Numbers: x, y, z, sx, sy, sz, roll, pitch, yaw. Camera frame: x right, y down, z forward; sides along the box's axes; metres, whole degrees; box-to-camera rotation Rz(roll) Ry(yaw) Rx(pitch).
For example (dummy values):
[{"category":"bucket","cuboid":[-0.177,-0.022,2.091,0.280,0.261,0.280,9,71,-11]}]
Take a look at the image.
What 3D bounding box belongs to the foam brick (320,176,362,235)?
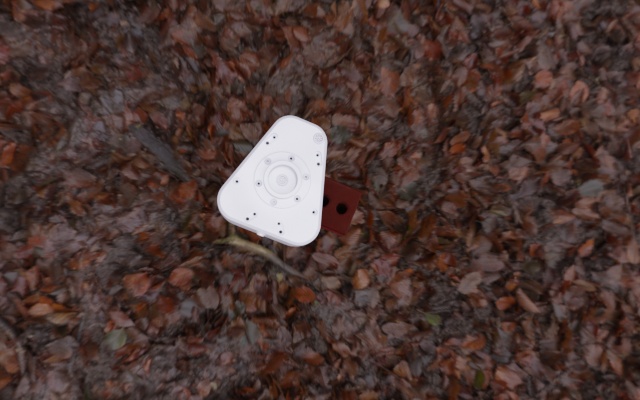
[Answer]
[{"category":"foam brick","cuboid":[0.000,0.002,0.541,0.078,0.053,0.051,22,-6,-6]}]
